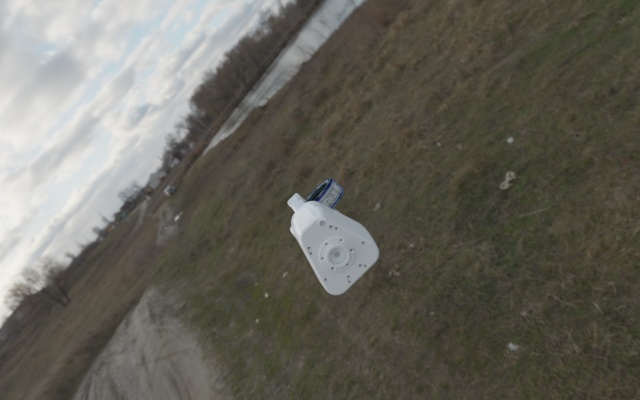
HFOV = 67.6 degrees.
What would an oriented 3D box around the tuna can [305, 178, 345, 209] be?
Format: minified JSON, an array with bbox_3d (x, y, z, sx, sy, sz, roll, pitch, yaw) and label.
[{"bbox_3d":[0.000,0.002,0.810,0.034,0.086,0.086,42,-9,-10],"label":"tuna can"}]
